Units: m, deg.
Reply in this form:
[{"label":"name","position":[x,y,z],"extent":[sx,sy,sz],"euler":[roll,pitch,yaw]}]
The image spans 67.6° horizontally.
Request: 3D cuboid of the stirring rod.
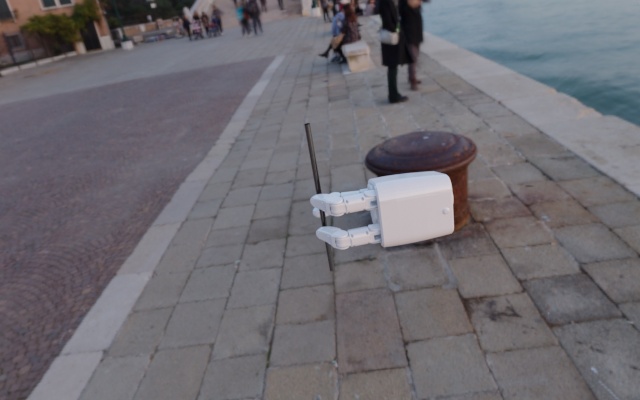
[{"label":"stirring rod","position":[0.000,0.002,0.710],"extent":[0.011,0.240,0.011],"euler":[-8,24,4]}]
